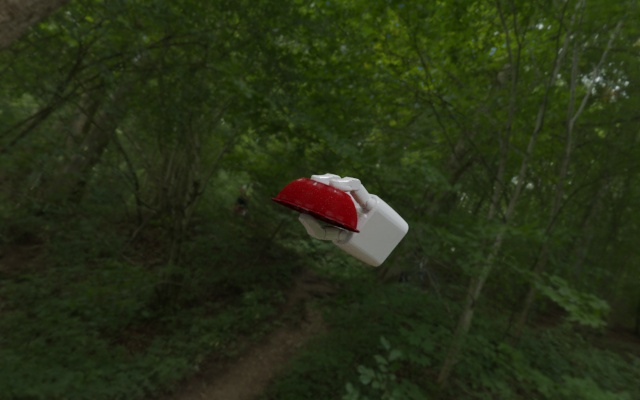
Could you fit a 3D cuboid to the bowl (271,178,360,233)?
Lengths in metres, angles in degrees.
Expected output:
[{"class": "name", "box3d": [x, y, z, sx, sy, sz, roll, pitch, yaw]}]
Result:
[{"class": "bowl", "box3d": [0.000, 0.002, 0.814, 0.162, 0.055, 0.162, 20, -4, 2]}]
